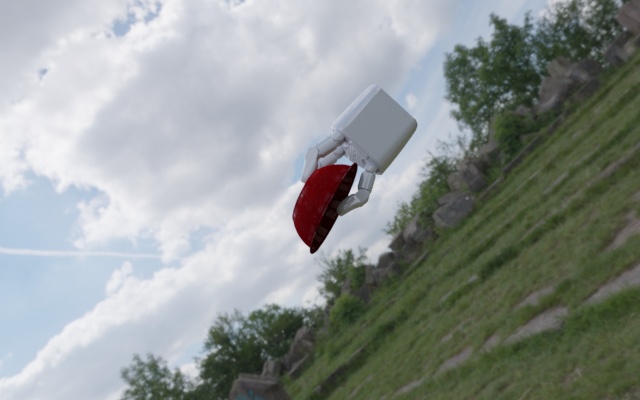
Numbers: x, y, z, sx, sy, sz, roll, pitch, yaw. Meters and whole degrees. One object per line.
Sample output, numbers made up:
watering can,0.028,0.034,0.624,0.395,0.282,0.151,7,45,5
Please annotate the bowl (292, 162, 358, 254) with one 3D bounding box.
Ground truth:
bowl,-0.001,0.003,0.760,0.055,0.162,0.162,26,5,10
